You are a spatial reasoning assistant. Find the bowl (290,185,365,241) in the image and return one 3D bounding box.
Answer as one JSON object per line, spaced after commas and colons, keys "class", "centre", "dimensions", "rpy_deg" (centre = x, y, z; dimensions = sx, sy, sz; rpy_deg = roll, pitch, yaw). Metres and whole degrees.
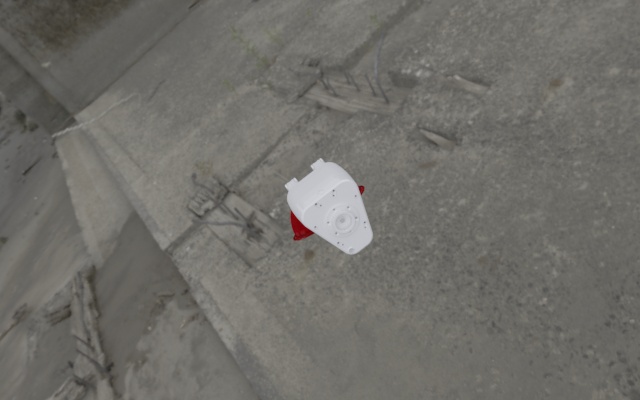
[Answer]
{"class": "bowl", "centre": [-0.001, 0.003, 0.870], "dimensions": [0.162, 0.055, 0.162], "rpy_deg": [-36, 8, 6]}
